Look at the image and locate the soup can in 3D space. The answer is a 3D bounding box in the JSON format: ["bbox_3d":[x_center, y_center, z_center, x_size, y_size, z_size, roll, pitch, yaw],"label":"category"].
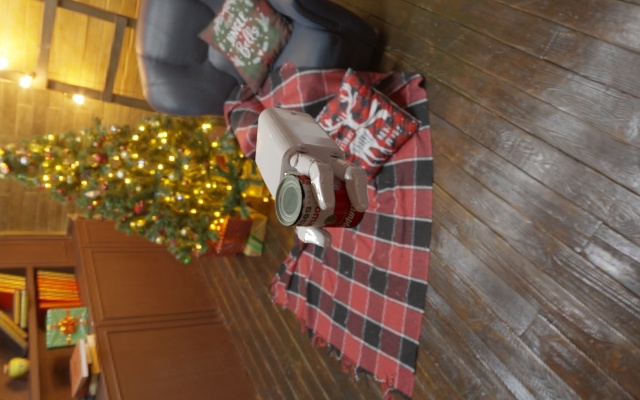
[{"bbox_3d":[0.000,0.002,0.627,0.102,0.068,0.068,4,-2,-36],"label":"soup can"}]
